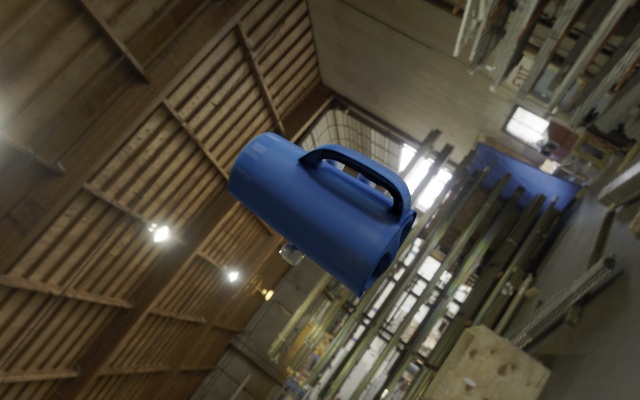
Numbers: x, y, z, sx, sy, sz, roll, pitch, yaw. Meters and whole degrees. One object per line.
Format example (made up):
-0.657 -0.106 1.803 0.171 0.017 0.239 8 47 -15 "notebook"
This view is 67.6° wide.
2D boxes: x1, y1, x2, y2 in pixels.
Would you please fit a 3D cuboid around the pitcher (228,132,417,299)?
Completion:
0.000 0.002 0.640 0.243 0.149 0.145 34 -4 16 "pitcher"
